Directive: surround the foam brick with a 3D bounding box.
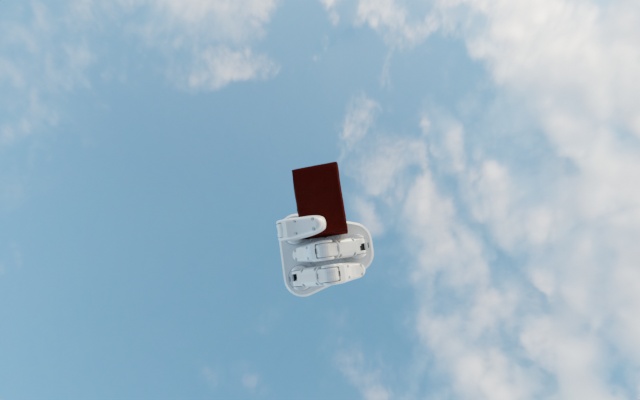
[{"bbox_3d":[0.000,0.001,0.544,0.053,0.078,0.051,-8,-7,3],"label":"foam brick"}]
